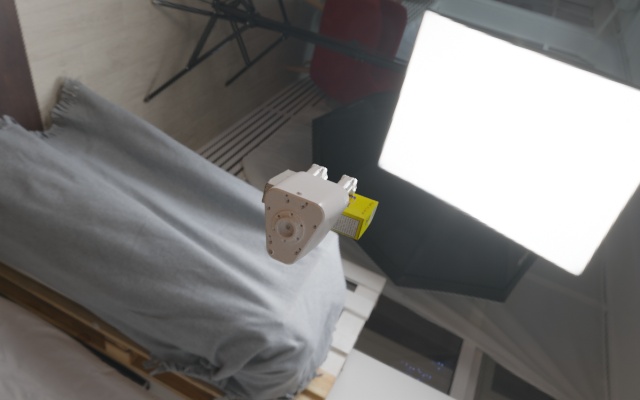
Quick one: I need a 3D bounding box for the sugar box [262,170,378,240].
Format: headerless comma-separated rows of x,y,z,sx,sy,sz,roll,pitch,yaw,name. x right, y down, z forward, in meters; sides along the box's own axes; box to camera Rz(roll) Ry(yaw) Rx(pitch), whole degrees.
0.000,0.002,0.807,0.176,0.048,0.093,23,24,13,sugar box
